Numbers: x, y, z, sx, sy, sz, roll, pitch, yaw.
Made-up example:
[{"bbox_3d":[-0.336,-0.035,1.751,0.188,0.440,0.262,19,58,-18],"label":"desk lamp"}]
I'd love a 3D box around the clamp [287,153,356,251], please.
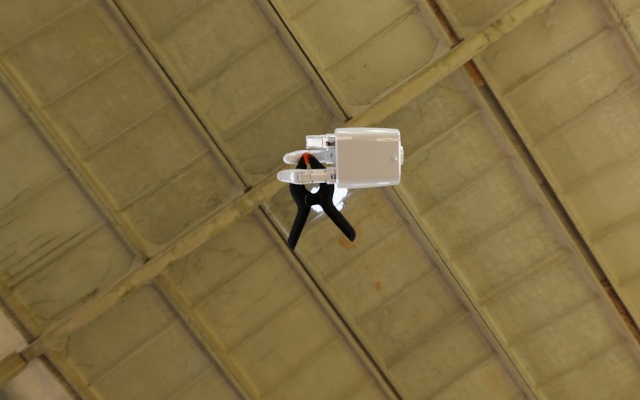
[{"bbox_3d":[0.000,0.002,0.826,0.120,0.171,0.039,-1,10,1],"label":"clamp"}]
